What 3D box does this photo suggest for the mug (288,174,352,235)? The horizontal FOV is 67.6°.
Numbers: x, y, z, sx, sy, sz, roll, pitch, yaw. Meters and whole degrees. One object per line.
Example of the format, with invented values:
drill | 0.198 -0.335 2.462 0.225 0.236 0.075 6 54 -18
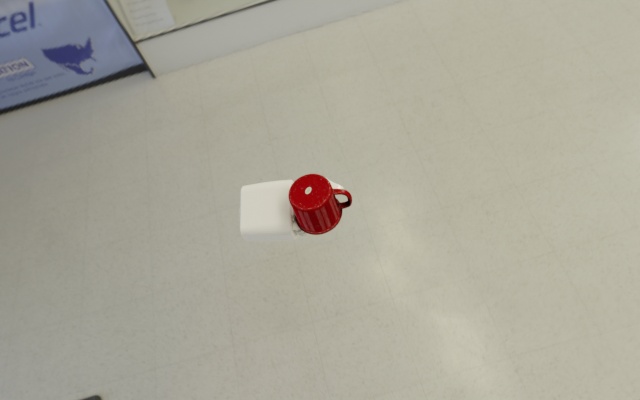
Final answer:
mug | 0.002 0.003 0.883 0.117 0.093 0.082 -7 -33 10
